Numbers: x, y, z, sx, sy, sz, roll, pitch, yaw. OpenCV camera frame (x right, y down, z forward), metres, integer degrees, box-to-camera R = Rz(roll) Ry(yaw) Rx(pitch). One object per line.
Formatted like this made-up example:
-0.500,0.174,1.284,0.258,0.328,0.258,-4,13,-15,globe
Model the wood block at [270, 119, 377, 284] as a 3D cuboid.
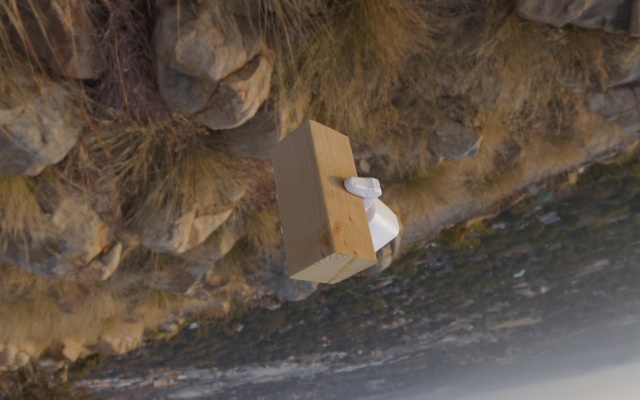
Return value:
0.001,0.002,0.680,0.090,0.206,0.091,17,-38,-43,wood block
